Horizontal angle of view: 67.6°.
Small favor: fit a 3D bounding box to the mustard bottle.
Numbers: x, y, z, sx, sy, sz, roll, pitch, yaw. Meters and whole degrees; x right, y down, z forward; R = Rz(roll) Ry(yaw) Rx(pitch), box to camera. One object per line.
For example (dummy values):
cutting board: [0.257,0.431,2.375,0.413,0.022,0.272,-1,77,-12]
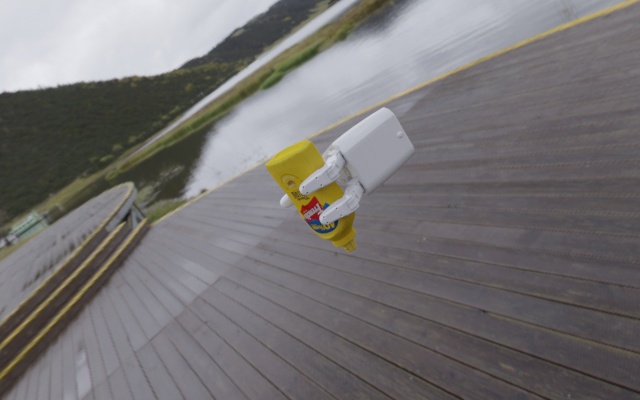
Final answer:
mustard bottle: [0.000,0.002,0.743,0.096,0.192,0.058,-15,26,48]
